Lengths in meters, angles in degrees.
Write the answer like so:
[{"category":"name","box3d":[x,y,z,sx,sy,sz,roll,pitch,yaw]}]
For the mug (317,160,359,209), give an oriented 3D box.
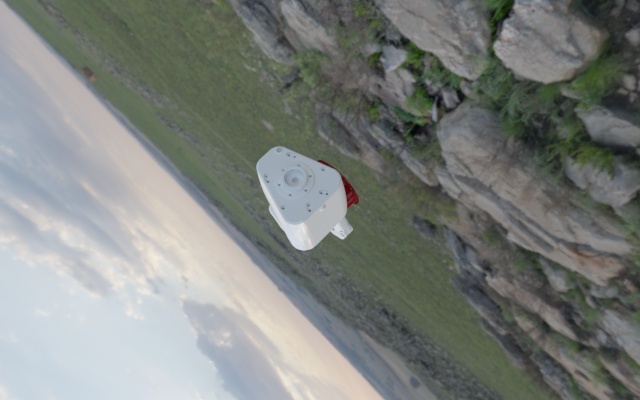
[{"category":"mug","box3d":[0.000,0.003,0.758,0.093,0.081,0.117,42,-13,20]}]
